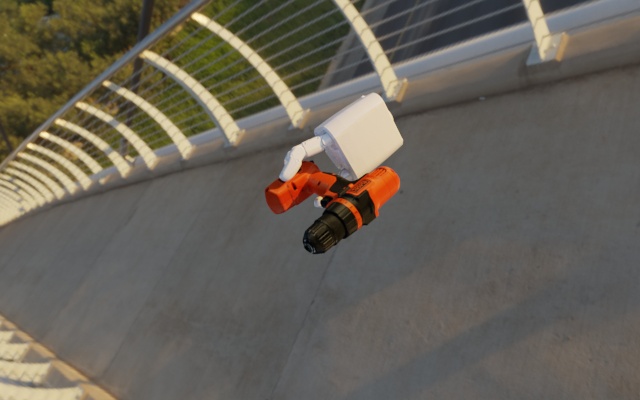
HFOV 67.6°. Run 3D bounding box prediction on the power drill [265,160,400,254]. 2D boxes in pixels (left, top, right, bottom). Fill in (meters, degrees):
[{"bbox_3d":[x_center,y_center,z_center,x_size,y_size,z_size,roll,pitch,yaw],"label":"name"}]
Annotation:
[{"bbox_3d":[0.000,0.002,0.722,0.184,0.057,0.187,-37,34,-31],"label":"power drill"}]
